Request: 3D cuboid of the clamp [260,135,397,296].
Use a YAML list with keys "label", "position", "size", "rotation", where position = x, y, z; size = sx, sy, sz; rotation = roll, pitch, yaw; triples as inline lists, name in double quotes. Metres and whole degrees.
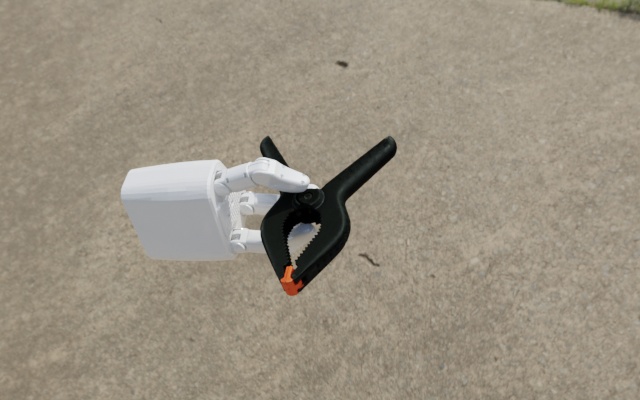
- label: "clamp"
  position: [0.000, 0.002, 0.509]
  size: [0.164, 0.209, 0.036]
  rotation: [-4, -40, 12]
